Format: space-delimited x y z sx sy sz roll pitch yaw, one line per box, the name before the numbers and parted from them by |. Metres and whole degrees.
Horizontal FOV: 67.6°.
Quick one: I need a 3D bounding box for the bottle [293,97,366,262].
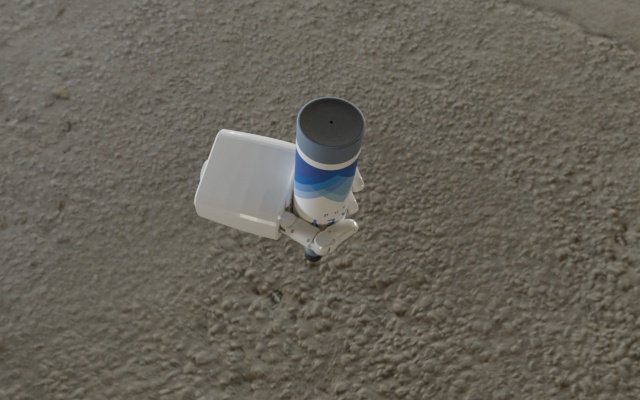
bottle | 0.000 0.002 0.582 0.069 0.069 0.296 0 -32 -5
